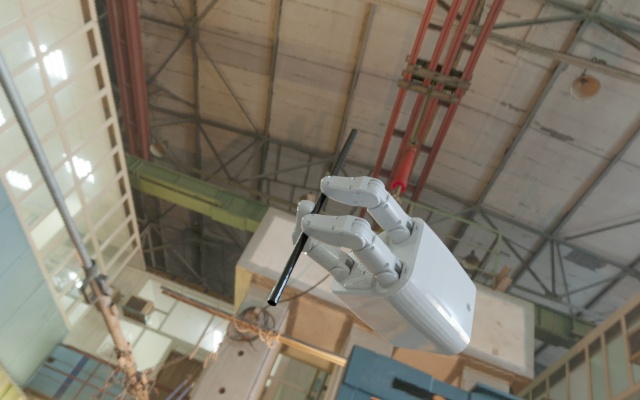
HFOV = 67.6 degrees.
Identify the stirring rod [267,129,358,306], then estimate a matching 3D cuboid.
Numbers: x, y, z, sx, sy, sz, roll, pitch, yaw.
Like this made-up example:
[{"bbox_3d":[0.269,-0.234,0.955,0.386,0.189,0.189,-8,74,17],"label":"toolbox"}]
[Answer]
[{"bbox_3d":[0.000,0.002,0.457,0.011,0.011,0.239,0,41,25],"label":"stirring rod"}]
